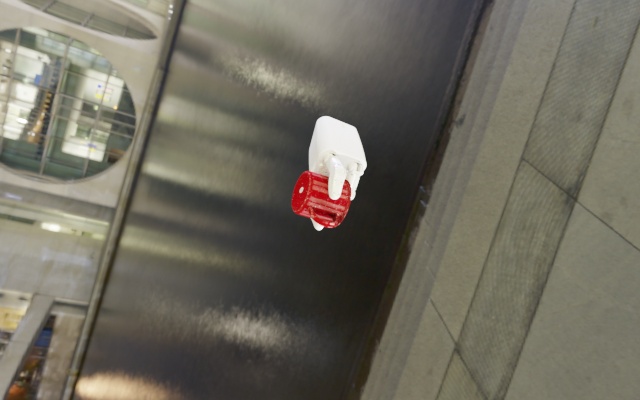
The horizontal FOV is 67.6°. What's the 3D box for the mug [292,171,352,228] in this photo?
[{"bbox_3d":[0.000,0.004,0.868,0.081,0.117,0.093,17,-50,-23],"label":"mug"}]
